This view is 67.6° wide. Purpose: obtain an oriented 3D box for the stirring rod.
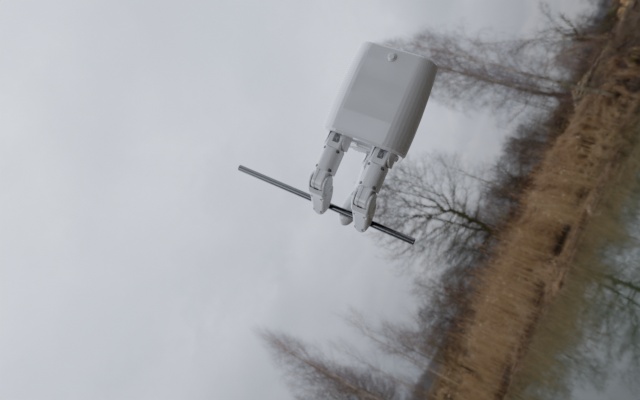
[{"bbox_3d":[0.000,0.002,0.571,0.239,0.011,0.011,23,8,21],"label":"stirring rod"}]
